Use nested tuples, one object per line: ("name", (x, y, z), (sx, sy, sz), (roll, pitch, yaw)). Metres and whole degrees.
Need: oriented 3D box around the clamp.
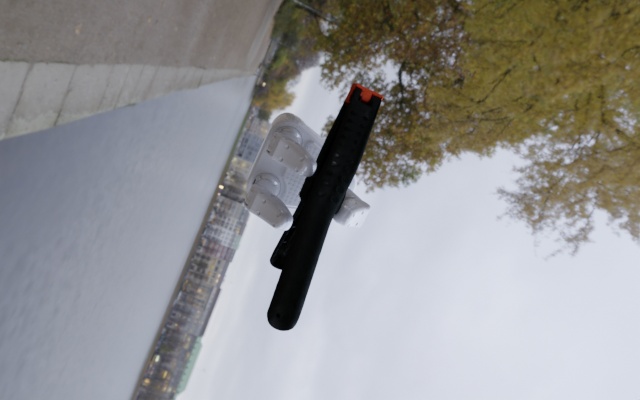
("clamp", (0.001, 0.001, 0.419), (0.036, 0.210, 0.164), (23, 14, -10))
